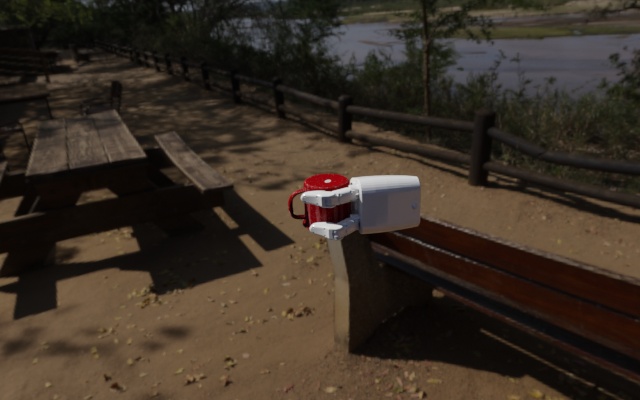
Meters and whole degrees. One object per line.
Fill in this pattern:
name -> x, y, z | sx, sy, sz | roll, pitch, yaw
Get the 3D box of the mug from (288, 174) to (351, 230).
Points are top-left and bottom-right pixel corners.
mug -> -0.001, 0.003, 0.848 | 0.117, 0.081, 0.093 | -5, 21, -6
